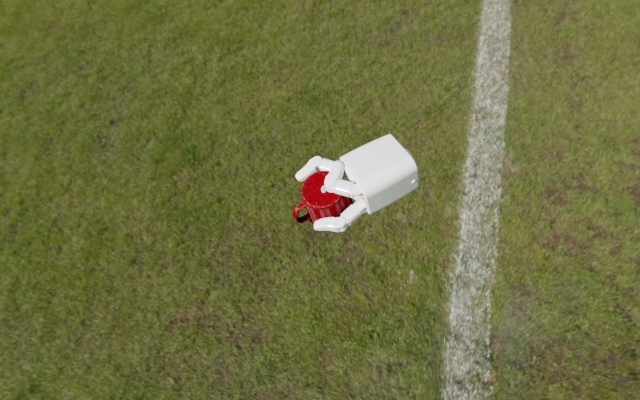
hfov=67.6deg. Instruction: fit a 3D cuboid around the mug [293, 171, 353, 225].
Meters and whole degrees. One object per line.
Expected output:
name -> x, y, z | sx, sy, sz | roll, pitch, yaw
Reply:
mug -> -0.001, 0.003, 0.894 | 0.117, 0.093, 0.081 | -28, -31, -3
